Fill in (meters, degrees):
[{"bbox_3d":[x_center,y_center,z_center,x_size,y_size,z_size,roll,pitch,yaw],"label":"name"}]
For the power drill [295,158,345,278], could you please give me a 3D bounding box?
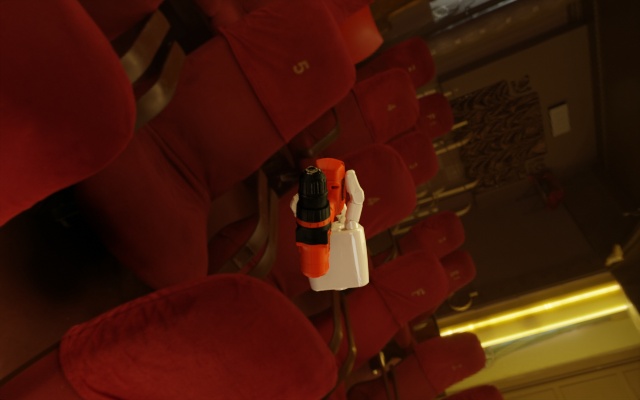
[{"bbox_3d":[0.000,0.003,0.770,0.057,0.184,0.187,6,30,9],"label":"power drill"}]
